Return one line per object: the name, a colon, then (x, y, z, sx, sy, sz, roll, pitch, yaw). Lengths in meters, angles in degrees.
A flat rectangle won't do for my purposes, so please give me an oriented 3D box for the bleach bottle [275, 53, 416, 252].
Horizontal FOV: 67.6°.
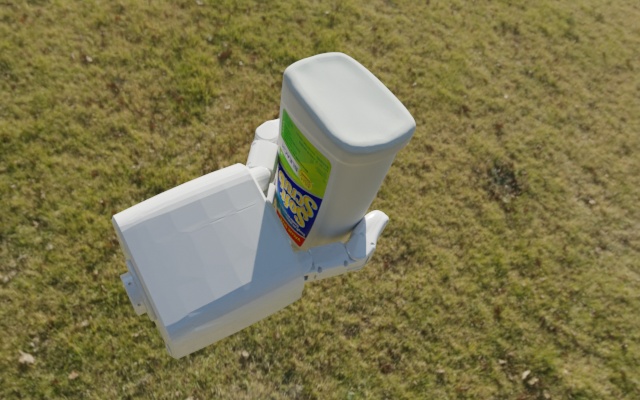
bleach bottle: (0.000, 0.001, 0.425, 0.068, 0.102, 0.251, -24, -29, -25)
